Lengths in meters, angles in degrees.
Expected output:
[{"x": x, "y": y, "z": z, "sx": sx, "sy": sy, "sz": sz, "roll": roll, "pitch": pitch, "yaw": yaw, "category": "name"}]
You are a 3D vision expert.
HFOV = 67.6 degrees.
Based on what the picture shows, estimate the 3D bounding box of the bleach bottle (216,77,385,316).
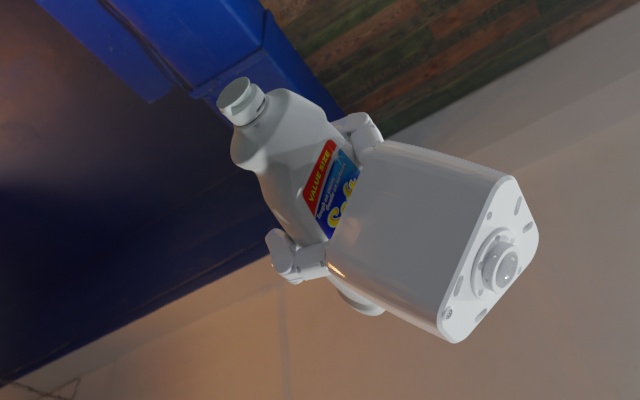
[{"x": 0.000, "y": 0.001, "z": 0.408, "sx": 0.068, "sy": 0.102, "sz": 0.251, "roll": 25, "pitch": -16, "yaw": 48, "category": "bleach bottle"}]
